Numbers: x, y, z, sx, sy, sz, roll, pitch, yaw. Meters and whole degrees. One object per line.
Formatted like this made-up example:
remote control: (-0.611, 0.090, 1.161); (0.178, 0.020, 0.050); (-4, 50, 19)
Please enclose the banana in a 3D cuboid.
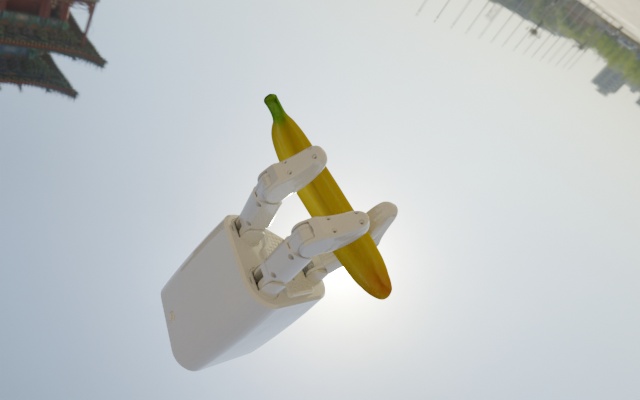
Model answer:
banana: (0.003, 0.001, 0.419); (0.037, 0.197, 0.069); (-34, -13, 7)
